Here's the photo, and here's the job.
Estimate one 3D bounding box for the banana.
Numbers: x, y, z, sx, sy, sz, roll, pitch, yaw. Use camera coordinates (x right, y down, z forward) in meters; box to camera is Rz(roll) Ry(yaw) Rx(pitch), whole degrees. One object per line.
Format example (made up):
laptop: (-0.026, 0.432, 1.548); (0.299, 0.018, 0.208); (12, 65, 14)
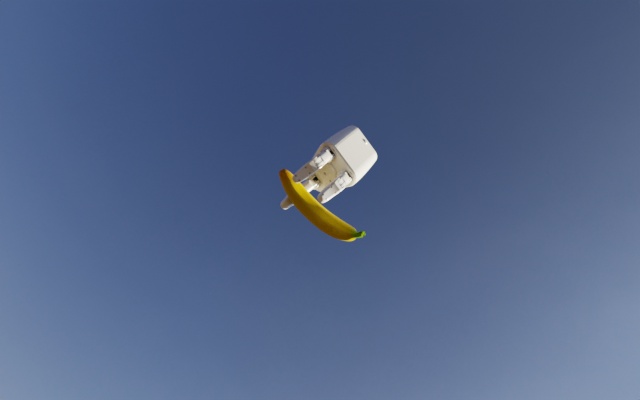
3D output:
banana: (-0.002, 0.017, 0.879); (0.198, 0.070, 0.037); (37, 46, 13)
